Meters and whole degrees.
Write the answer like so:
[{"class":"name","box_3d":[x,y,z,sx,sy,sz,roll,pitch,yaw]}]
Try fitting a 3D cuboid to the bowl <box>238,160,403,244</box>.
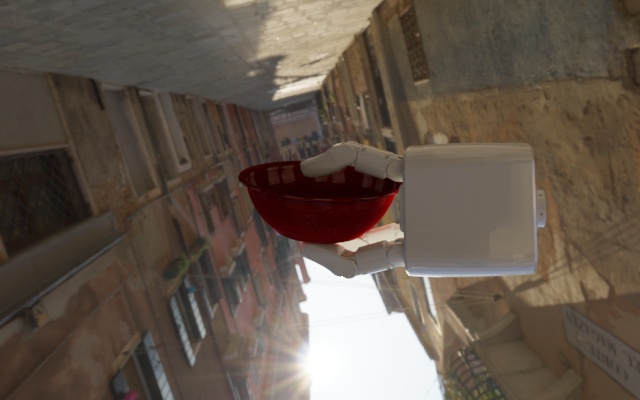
[{"class":"bowl","box_3d":[-0.001,0.002,0.474,0.162,0.055,0.162,3,16,-1]}]
